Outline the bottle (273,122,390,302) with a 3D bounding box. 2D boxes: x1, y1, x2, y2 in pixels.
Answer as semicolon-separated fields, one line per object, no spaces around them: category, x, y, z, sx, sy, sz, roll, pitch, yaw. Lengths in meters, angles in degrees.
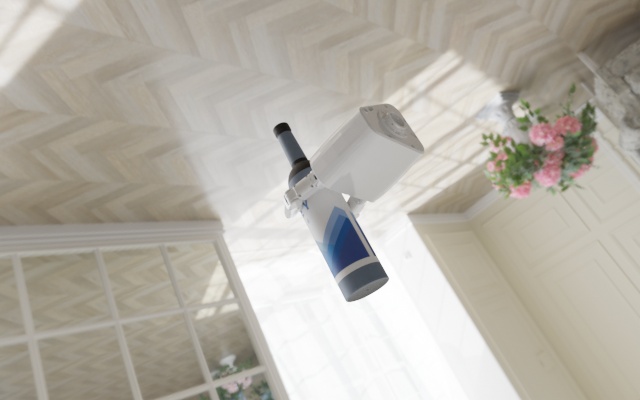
bottle;0.000;0.003;0.699;0.069;0.295;0.069;-23;-25;-11
